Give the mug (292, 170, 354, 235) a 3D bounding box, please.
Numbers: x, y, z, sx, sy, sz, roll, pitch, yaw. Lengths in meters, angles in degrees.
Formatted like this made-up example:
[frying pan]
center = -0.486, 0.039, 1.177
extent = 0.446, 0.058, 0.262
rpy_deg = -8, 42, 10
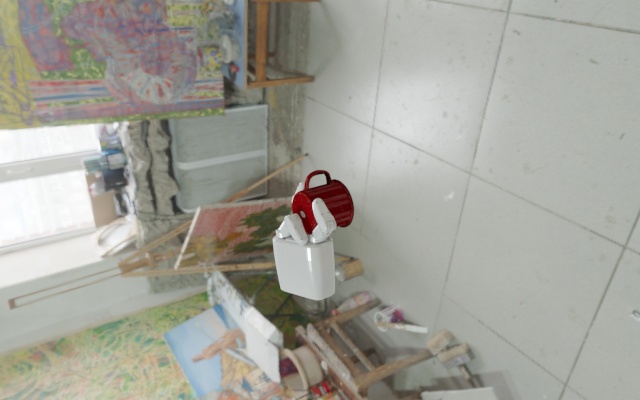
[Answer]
[mug]
center = 0.000, 0.002, 0.868
extent = 0.081, 0.117, 0.093
rpy_deg = -15, 17, -32
